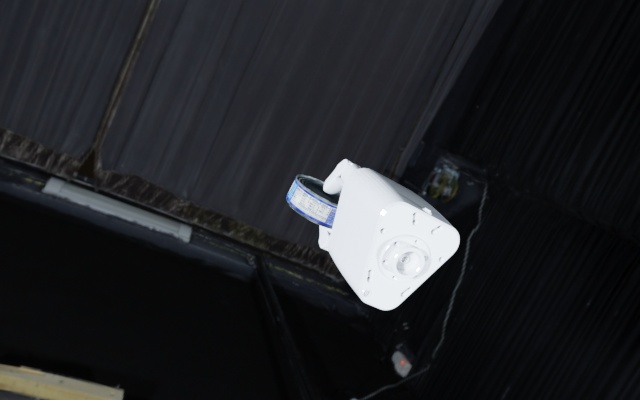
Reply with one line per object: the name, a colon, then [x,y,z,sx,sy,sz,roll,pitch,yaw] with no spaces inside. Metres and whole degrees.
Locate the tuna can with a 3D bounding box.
tuna can: [0.000,0.002,0.612,0.086,0.034,0.086,26,14,-7]
